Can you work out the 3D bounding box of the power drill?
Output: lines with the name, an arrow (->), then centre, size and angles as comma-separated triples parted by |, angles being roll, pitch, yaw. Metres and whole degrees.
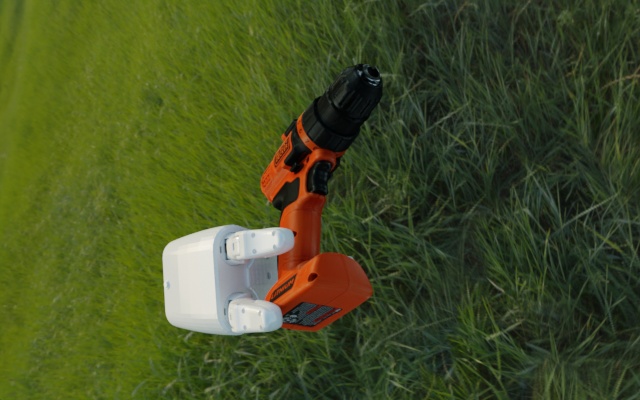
power drill -> 0.000, 0.002, 0.403 | 0.057, 0.187, 0.184 | 16, -38, -22
